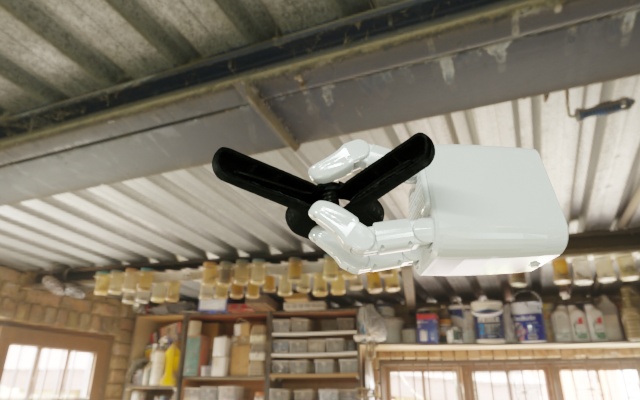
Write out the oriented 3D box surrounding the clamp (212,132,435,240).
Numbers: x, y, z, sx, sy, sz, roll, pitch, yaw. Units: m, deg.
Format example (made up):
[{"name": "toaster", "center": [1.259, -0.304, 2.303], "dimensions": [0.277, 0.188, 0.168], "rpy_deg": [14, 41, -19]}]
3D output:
[{"name": "clamp", "center": [0.000, 0.001, 0.431], "dimensions": [0.164, 0.036, 0.210], "rpy_deg": [0, -23, -1]}]
